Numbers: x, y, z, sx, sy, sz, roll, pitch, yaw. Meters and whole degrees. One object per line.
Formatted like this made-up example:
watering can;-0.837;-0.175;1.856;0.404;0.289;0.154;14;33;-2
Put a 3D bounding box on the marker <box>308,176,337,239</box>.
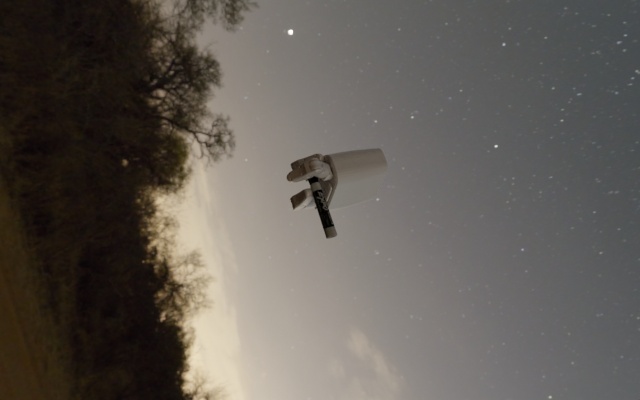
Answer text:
marker;0.000;0.003;0.775;0.020;0.121;0.020;-17;-13;-4
